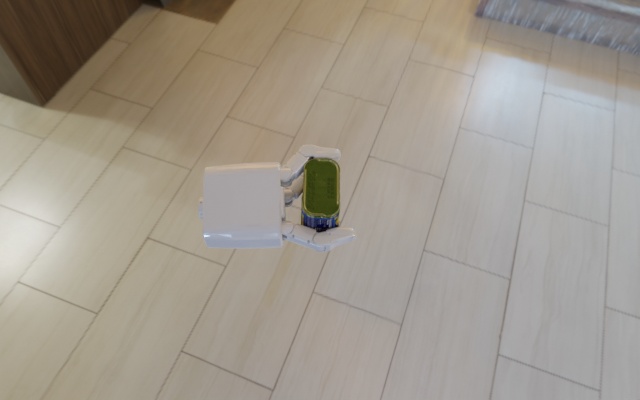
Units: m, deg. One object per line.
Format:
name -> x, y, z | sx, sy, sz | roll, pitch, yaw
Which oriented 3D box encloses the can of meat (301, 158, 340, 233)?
can of meat -> 0.000, 0.002, 0.683 | 0.057, 0.102, 0.084 | 1, -32, -1
